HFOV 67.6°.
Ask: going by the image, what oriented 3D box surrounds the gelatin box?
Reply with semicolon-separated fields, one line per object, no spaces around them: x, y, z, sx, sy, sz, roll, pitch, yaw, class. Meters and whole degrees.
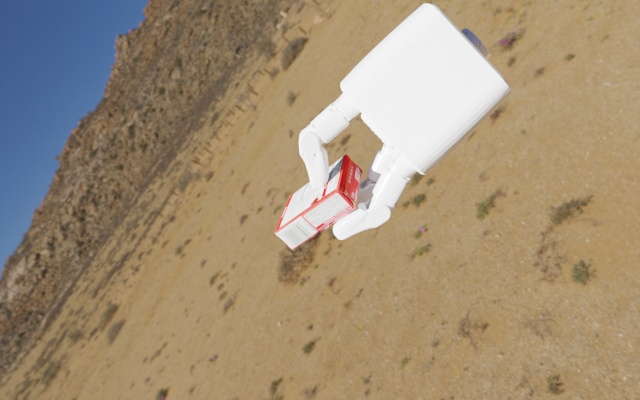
0.000;0.001;0.493;0.089;0.030;0.073;-35;20;27;gelatin box
